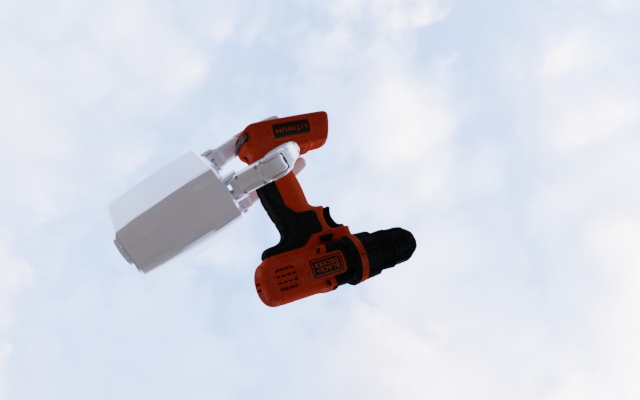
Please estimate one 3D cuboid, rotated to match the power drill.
[{"bbox_3d":[0.000,0.001,0.506,0.184,0.187,0.057,-14,-13,-26],"label":"power drill"}]
